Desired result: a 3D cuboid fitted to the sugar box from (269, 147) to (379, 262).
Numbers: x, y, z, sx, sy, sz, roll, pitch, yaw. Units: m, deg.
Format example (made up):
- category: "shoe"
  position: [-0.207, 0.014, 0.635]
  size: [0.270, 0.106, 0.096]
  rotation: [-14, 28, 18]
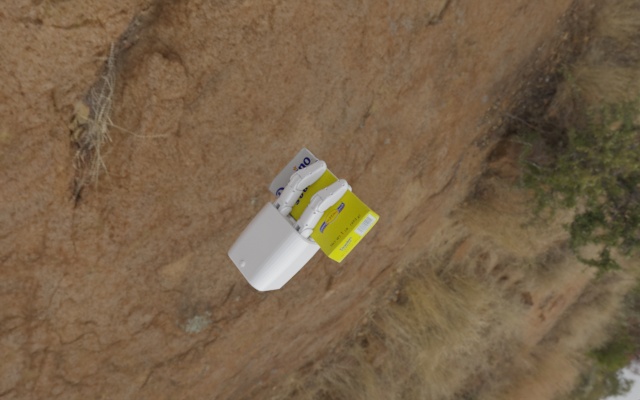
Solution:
- category: "sugar box"
  position: [0.000, 0.002, 0.746]
  size: [0.176, 0.093, 0.048]
  rotation: [45, 5, 33]
